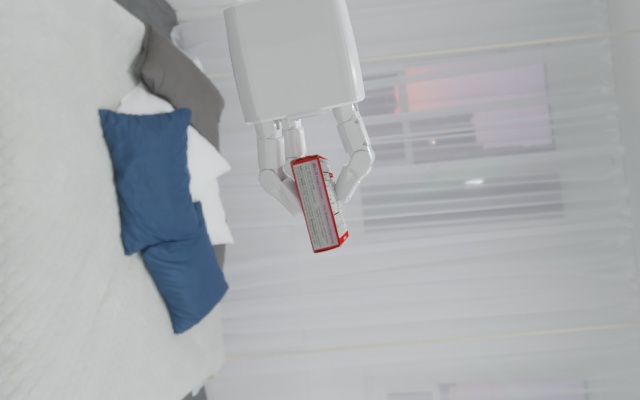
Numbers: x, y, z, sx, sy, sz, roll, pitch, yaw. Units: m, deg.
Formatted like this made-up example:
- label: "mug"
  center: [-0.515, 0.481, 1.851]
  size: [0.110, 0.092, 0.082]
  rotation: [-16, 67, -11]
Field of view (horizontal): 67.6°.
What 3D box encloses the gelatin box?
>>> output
- label: "gelatin box"
  center: [0.001, 0.002, 0.468]
  size: [0.030, 0.089, 0.073]
  rotation: [-15, 0, 9]
